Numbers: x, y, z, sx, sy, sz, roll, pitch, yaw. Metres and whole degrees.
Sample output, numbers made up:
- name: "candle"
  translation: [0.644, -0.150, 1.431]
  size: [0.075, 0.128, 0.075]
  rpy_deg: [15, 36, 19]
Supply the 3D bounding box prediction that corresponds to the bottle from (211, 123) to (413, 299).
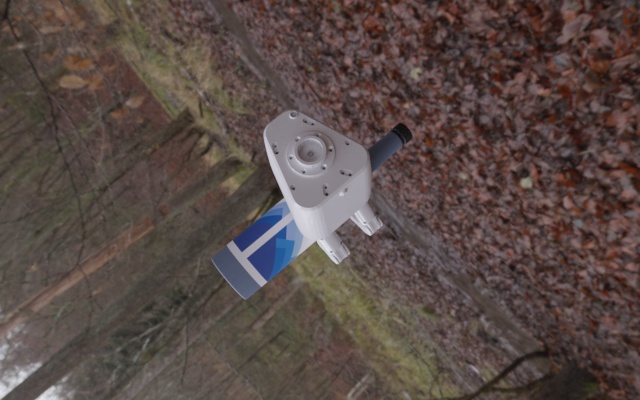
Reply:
- name: "bottle"
  translation: [0.000, 0.002, 0.602]
  size: [0.295, 0.069, 0.069]
  rpy_deg: [-40, 7, -9]
